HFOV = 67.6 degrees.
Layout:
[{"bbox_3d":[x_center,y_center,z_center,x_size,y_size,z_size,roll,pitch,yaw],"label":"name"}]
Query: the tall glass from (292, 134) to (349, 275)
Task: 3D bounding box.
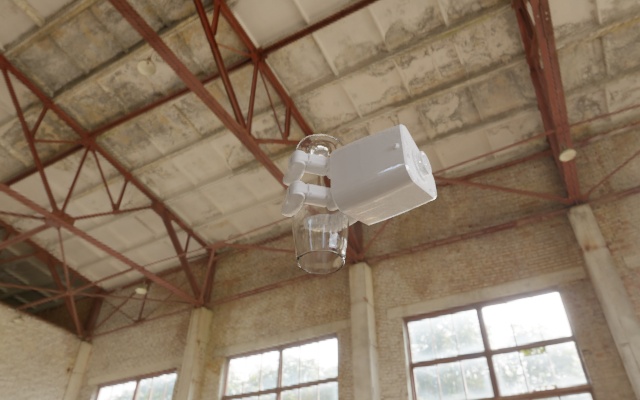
[{"bbox_3d":[0.000,0.002,0.677,0.079,0.200,0.079,0,-38,0],"label":"tall glass"}]
